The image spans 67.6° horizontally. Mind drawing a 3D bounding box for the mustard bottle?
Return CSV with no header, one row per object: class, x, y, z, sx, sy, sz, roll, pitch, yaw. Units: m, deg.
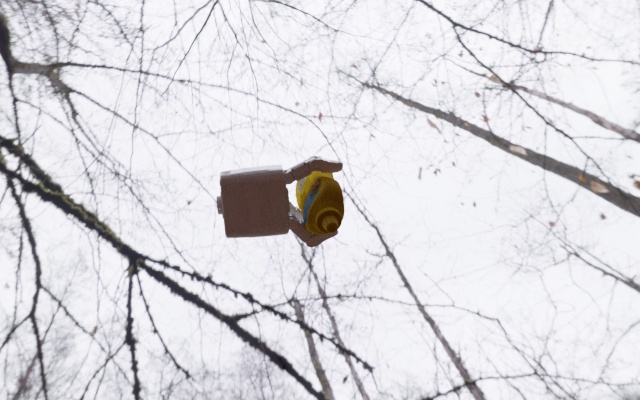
mustard bottle,0.000,0.003,0.806,0.058,0.096,0.191,17,20,-18
